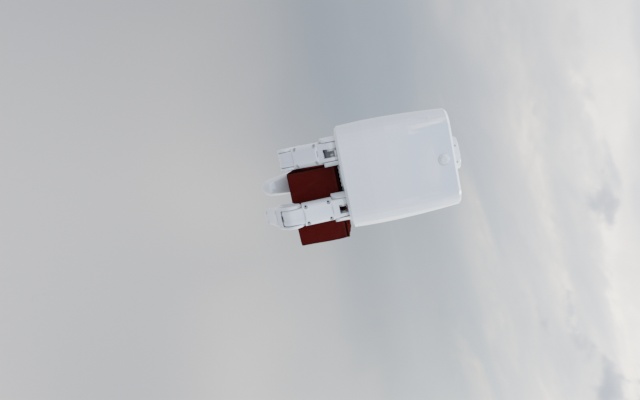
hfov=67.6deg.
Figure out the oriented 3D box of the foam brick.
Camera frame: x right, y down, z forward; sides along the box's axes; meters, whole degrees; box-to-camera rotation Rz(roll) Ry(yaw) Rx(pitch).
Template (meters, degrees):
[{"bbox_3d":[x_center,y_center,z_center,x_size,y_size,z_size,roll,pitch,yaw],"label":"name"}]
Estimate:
[{"bbox_3d":[0.000,0.002,0.500,0.051,0.078,0.053,-11,8,6],"label":"foam brick"}]
